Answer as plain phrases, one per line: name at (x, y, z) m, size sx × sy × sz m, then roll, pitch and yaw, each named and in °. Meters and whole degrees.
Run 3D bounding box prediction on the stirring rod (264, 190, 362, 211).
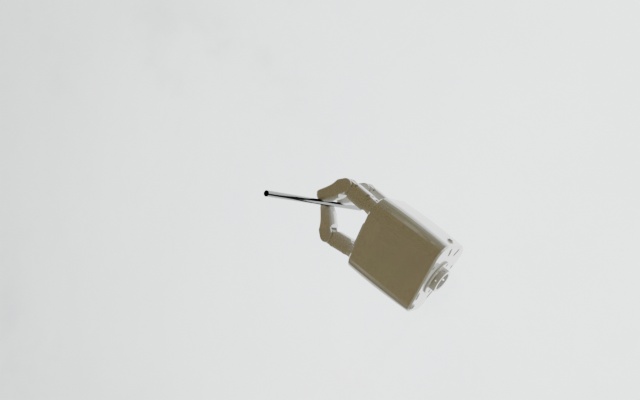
stirring rod at (0.000, 0.002, 0.663) m, size 0.011 × 0.011 × 0.239 m, roll 0°, pitch -5°, yaw 32°
